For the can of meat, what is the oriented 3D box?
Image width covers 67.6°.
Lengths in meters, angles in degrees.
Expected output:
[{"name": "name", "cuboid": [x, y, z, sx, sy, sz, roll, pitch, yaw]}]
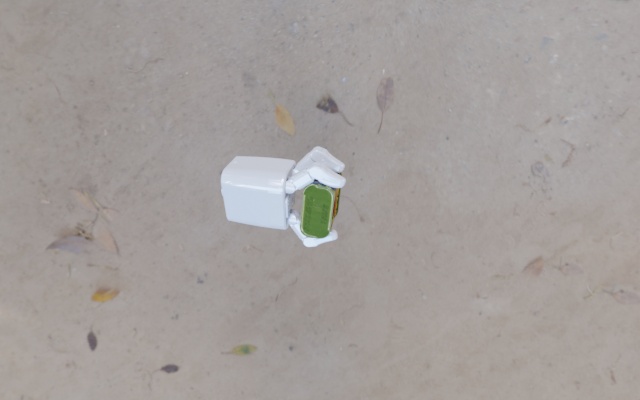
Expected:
[{"name": "can of meat", "cuboid": [0.000, 0.003, 0.799, 0.057, 0.102, 0.084, 9, 26, 6]}]
